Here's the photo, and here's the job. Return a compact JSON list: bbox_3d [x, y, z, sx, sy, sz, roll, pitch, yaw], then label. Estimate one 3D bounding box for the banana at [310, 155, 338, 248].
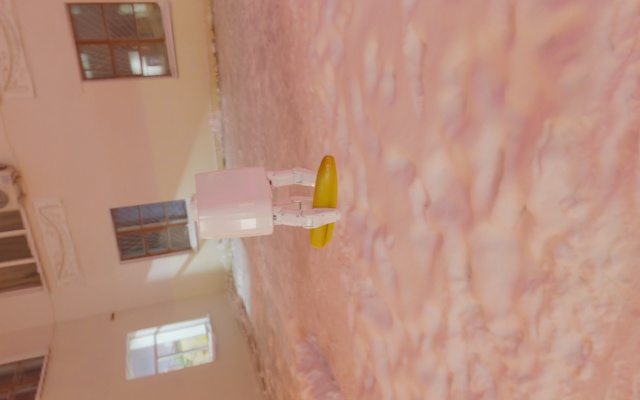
[{"bbox_3d":[0.002,0.019,0.753,0.037,0.069,0.198,-2,-40,-9],"label":"banana"}]
